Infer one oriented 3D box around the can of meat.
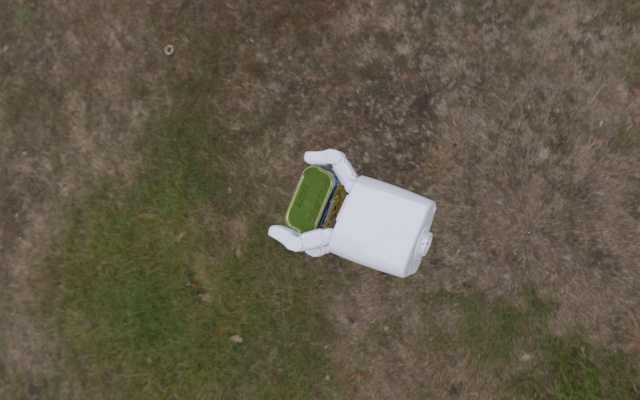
[{"bbox_3d":[0.000,0.002,0.697,0.057,0.102,0.084,24,6,22],"label":"can of meat"}]
